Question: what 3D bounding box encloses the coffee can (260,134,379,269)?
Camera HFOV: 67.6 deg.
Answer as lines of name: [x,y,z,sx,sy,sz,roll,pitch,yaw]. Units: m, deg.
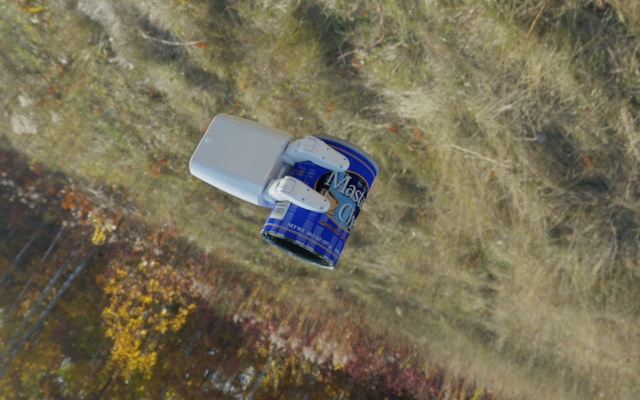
coffee can: [0.000,0.002,0.605,0.103,0.140,0.103,24,-15,7]
